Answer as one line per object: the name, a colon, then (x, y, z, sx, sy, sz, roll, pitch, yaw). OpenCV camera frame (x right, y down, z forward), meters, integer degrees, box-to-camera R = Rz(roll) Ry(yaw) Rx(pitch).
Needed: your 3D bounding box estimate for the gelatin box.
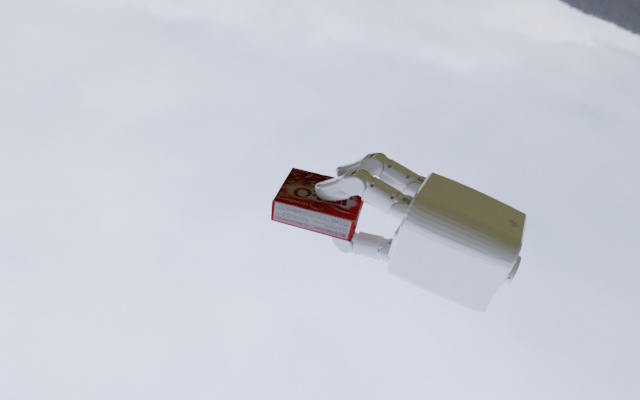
gelatin box: (0.000, 0.002, 0.512, 0.089, 0.030, 0.073, 14, 34, 6)
